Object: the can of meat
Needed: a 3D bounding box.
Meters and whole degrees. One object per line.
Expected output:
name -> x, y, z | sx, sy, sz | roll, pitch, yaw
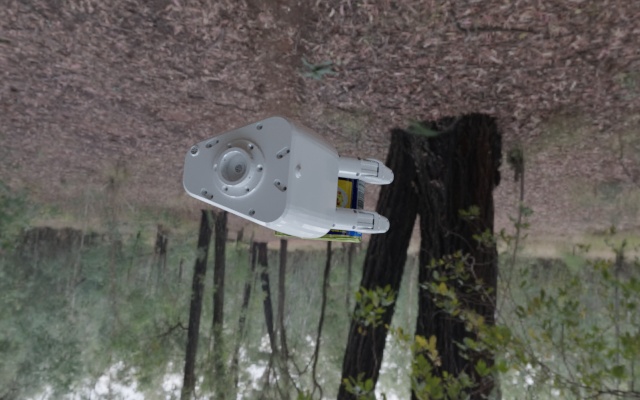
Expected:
can of meat -> 0.000, 0.002, 0.536 | 0.102, 0.084, 0.057 | 2, -7, 16
